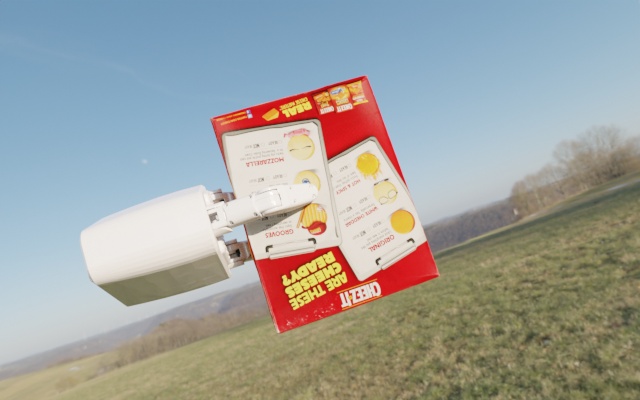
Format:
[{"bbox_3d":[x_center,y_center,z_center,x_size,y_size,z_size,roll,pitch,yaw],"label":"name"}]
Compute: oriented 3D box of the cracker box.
[{"bbox_3d":[0.000,0.001,0.482,0.164,0.213,0.072,-18,-7,-8],"label":"cracker box"}]
